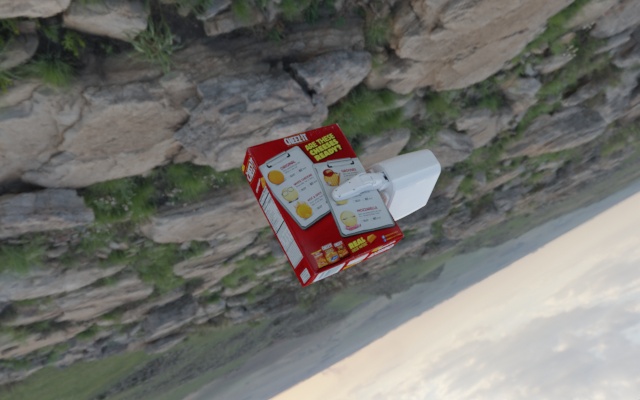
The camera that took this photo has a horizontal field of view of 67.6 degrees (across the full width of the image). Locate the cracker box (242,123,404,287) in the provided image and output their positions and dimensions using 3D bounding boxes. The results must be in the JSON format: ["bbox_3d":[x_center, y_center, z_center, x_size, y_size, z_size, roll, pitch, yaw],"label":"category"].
[{"bbox_3d":[0.000,0.002,0.724,0.164,0.213,0.072,-20,-20,-29],"label":"cracker box"}]
